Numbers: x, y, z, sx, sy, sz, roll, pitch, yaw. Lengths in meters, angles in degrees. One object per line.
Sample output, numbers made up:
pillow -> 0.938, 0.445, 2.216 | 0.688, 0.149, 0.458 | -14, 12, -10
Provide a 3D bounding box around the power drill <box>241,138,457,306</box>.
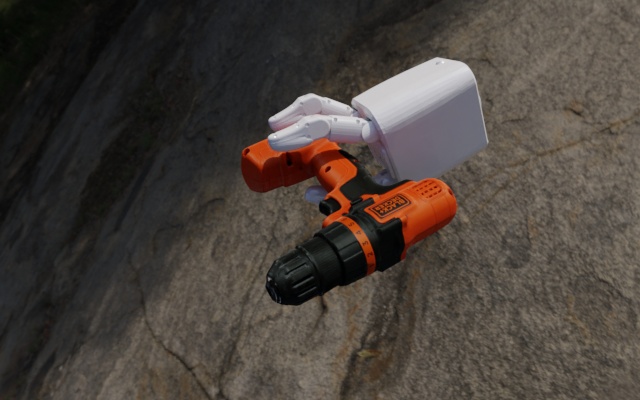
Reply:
power drill -> 0.000, 0.001, 0.443 | 0.184, 0.057, 0.187 | -24, 43, -25
